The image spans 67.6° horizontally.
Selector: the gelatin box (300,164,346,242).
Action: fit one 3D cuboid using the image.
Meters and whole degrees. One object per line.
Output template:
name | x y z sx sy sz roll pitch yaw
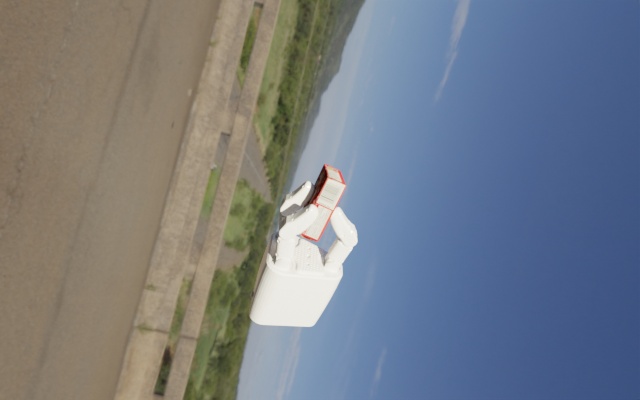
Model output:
gelatin box | 0.001 0.002 0.649 0.030 0.089 0.073 24 15 -10
